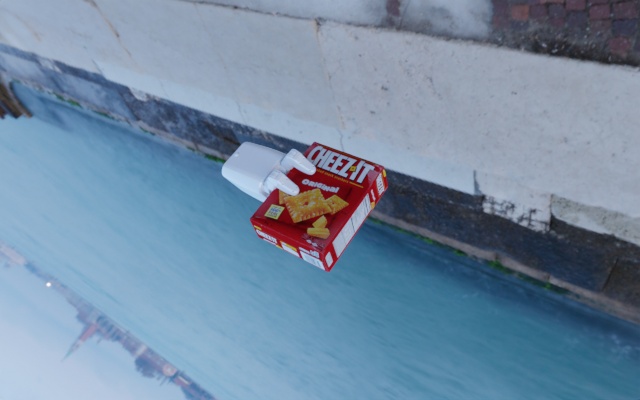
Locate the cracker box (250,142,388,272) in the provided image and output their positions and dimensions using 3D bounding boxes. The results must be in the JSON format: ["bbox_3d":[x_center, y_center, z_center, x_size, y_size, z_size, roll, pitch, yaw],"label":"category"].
[{"bbox_3d":[0.000,0.003,0.883,0.164,0.213,0.072,23,-28,27],"label":"cracker box"}]
